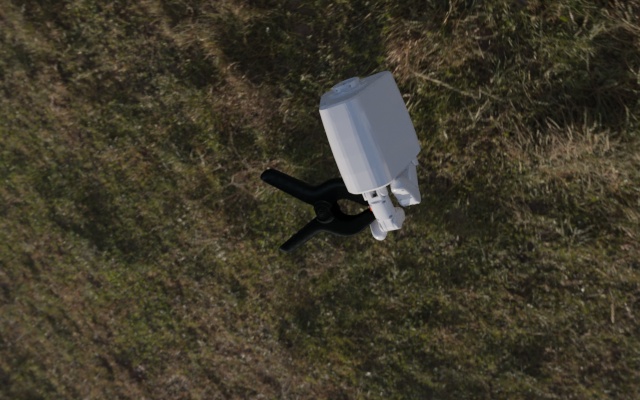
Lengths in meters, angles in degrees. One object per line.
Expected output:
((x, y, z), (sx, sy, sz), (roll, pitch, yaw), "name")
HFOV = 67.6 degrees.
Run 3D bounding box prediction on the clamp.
((0.000, 0.002, 0.619), (0.171, 0.120, 0.039), (-14, 22, 25), "clamp")
